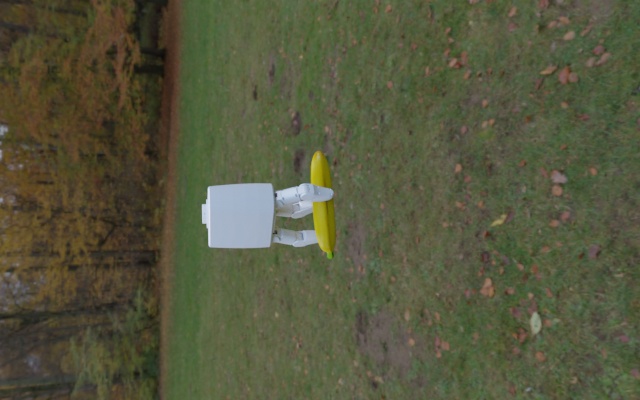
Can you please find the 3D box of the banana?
[{"bbox_3d":[0.003,0.004,0.839,0.037,0.197,0.069,-4,-7,-8],"label":"banana"}]
